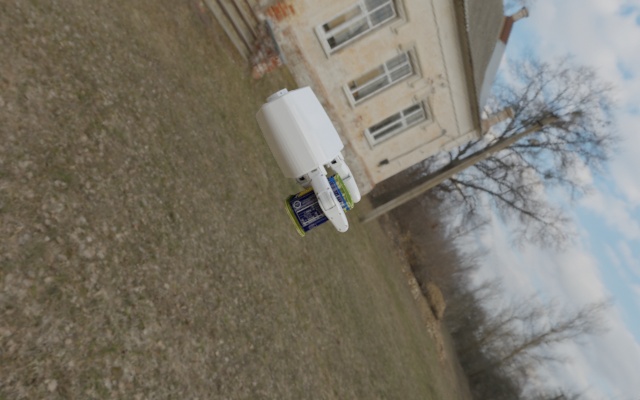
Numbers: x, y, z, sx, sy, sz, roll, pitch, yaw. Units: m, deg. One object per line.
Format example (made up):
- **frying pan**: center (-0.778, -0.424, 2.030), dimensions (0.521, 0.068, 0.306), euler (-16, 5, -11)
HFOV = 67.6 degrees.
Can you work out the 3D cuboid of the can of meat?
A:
- **can of meat**: center (0.000, 0.002, 0.698), dimensions (0.084, 0.057, 0.102), euler (-28, 5, 7)
